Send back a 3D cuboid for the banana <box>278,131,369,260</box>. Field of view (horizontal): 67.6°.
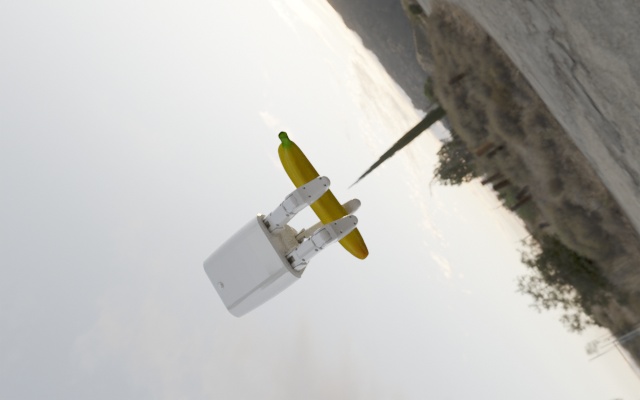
[{"bbox_3d":[-0.003,-0.004,0.633,0.037,0.198,0.069,-35,11,5],"label":"banana"}]
